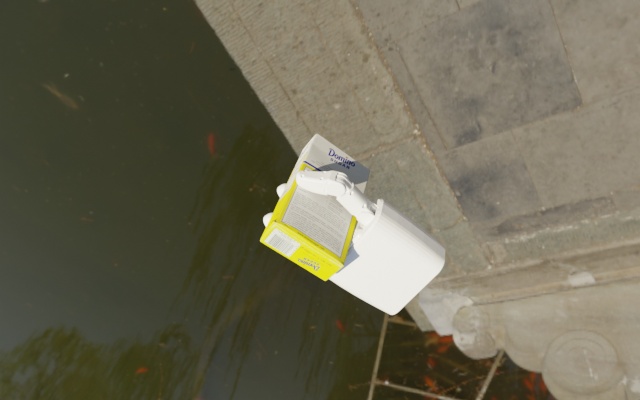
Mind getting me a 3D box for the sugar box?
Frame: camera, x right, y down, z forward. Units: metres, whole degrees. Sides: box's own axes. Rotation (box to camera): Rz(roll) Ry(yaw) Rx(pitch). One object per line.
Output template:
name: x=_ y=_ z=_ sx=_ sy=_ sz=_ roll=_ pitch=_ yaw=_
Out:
sugar box: x=0.000 y=0.002 z=0.587 sx=0.093 sy=0.176 sz=0.048 roll=34 pitch=-50 yaw=-11
